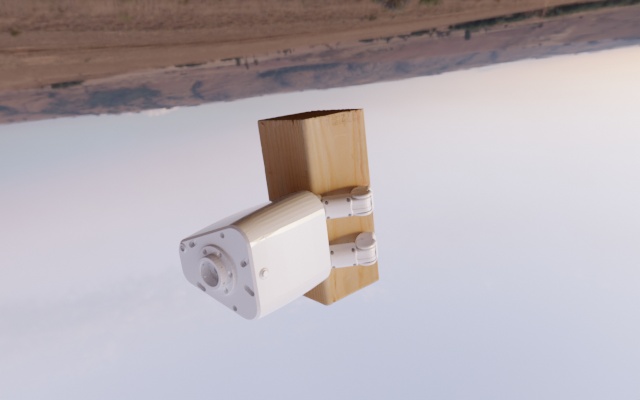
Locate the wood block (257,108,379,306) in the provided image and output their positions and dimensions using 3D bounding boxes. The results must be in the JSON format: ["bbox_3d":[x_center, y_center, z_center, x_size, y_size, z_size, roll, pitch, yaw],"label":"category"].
[{"bbox_3d":[0.000,0.002,0.560,0.090,0.206,0.091,-18,19,-38],"label":"wood block"}]
